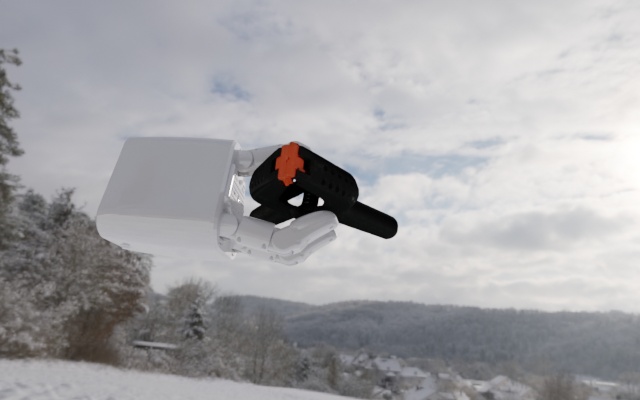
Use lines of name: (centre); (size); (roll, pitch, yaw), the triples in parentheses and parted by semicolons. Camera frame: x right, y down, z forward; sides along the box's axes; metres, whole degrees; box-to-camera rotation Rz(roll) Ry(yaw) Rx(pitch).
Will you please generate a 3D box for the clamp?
clamp: (0.000, 0.000, 0.444); (0.164, 0.036, 0.210); (4, -16, 2)
